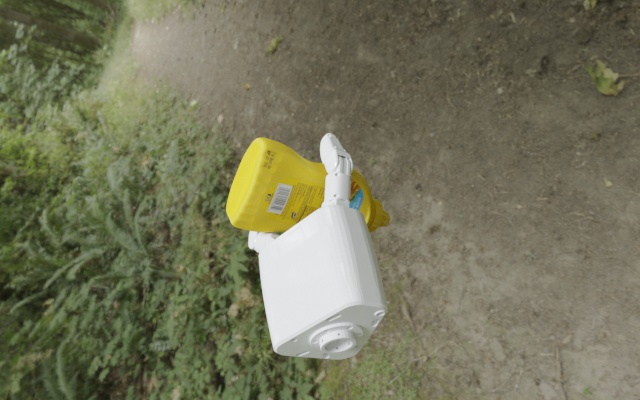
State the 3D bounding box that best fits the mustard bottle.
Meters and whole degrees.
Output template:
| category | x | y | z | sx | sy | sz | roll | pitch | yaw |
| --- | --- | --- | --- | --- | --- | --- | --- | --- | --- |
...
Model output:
| category | x | y | z | sx | sy | sz | roll | pitch | yaw |
| --- | --- | --- | --- | --- | --- | --- | --- | --- | --- |
| mustard bottle | 0.000 | 0.001 | 0.533 | 0.192 | 0.096 | 0.058 | 15 | 18 | -30 |
